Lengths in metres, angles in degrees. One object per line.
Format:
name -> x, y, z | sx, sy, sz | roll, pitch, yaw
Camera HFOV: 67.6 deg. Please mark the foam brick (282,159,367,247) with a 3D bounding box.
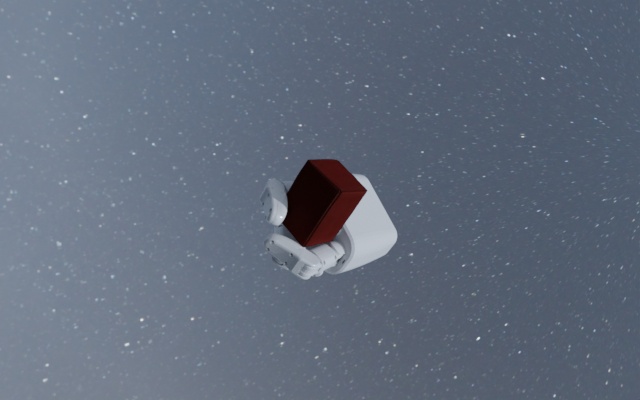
foam brick -> 0.000, 0.001, 0.499 | 0.051, 0.078, 0.053 | -7, 47, -51
